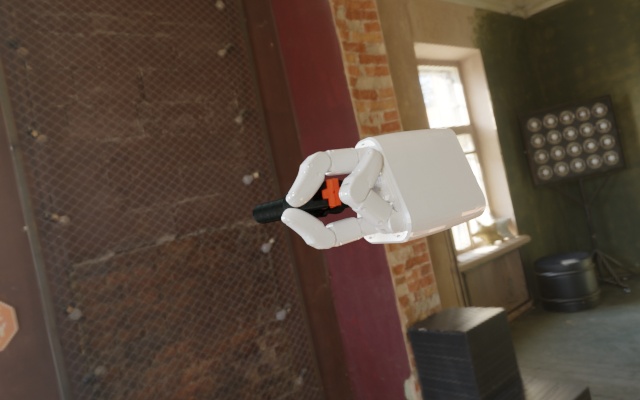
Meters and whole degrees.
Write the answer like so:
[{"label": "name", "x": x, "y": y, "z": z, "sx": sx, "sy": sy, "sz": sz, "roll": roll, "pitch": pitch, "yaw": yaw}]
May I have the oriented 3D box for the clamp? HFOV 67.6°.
[{"label": "clamp", "x": 0.000, "y": 0.001, "z": 0.549, "sx": 0.120, "sy": 0.039, "sz": 0.171, "roll": -13, "pitch": 0, "yaw": -25}]
